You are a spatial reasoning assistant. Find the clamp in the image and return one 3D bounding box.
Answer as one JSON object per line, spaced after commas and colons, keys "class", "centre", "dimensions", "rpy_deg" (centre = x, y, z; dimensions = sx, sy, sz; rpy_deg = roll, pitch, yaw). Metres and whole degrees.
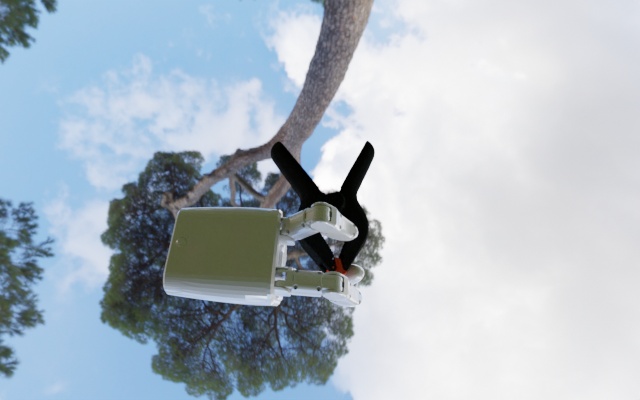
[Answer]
{"class": "clamp", "centre": [0.000, 0.002, 0.523], "dimensions": [0.120, 0.171, 0.039], "rpy_deg": [3, -30, 0]}
